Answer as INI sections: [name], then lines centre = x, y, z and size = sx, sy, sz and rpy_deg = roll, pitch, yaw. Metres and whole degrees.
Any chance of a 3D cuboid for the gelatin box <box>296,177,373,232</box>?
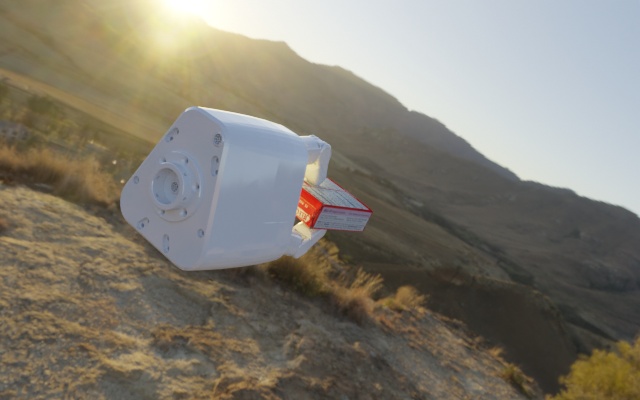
[gelatin box]
centre = 0.000, 0.001, 0.496
size = 0.089, 0.030, 0.073
rpy_deg = 6, 25, -50
